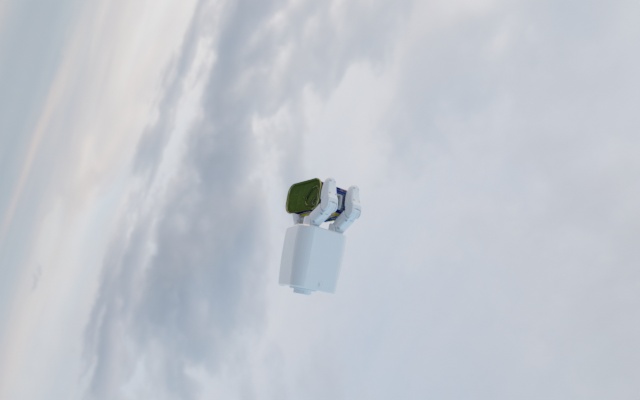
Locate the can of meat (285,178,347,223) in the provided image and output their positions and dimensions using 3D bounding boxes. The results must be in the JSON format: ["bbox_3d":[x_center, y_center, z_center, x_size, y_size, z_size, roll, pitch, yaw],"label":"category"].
[{"bbox_3d":[0.000,0.003,0.864,0.084,0.057,0.102,18,-18,-34],"label":"can of meat"}]
